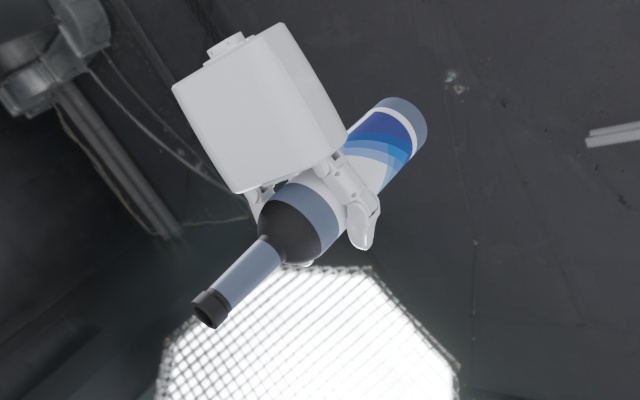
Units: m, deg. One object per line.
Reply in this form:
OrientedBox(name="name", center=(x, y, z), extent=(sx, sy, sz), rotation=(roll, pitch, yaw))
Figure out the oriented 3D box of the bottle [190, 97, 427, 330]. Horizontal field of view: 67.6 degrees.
OrientedBox(name="bottle", center=(0.000, 0.001, 0.434), extent=(0.069, 0.069, 0.295), rotation=(0, 35, 45))
